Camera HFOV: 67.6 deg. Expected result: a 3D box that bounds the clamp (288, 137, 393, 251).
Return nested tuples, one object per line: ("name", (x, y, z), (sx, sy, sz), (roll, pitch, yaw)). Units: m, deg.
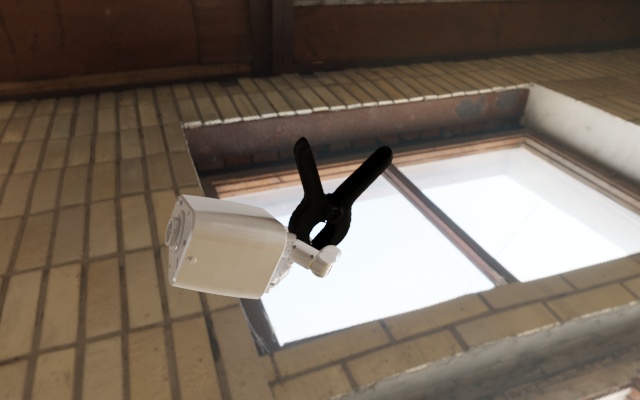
("clamp", (0.000, 0.002, 0.546), (0.120, 0.171, 0.039), (14, 25, -27))
